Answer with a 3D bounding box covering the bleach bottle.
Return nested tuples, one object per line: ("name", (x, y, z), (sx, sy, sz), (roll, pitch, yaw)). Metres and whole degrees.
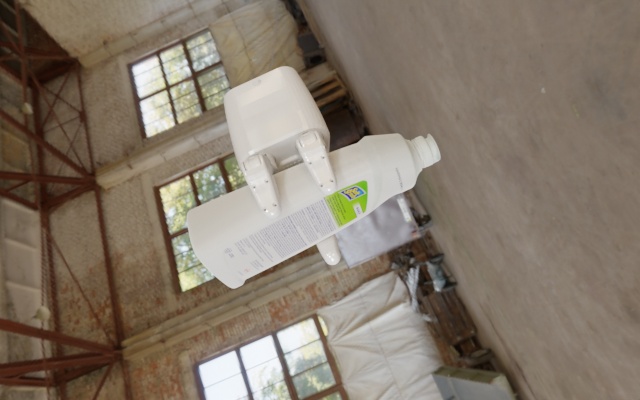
("bleach bottle", (0.000, 0.002, 0.484), (0.251, 0.068, 0.103), (-24, -34, 2))
